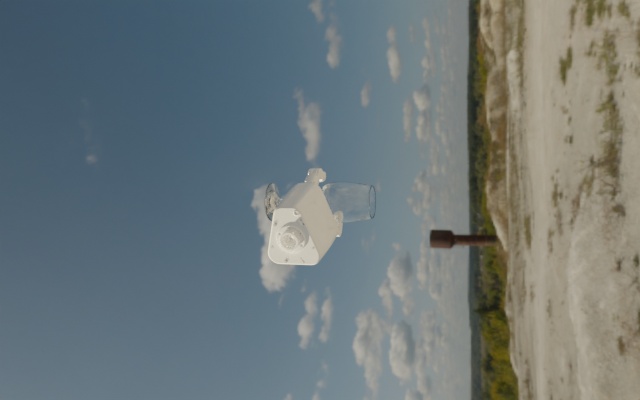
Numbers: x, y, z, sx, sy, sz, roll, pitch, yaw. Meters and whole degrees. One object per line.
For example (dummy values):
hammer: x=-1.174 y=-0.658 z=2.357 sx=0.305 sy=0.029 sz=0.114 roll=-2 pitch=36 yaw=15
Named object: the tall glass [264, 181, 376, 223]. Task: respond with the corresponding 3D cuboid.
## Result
tall glass: x=0.000 y=0.003 z=0.899 sx=0.201 sy=0.079 sz=0.079 roll=0 pitch=0 yaw=17
